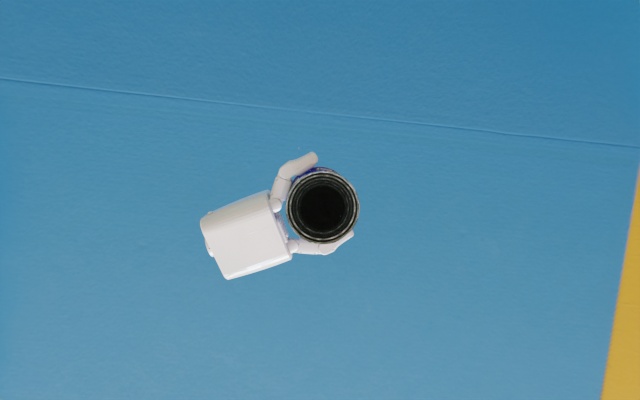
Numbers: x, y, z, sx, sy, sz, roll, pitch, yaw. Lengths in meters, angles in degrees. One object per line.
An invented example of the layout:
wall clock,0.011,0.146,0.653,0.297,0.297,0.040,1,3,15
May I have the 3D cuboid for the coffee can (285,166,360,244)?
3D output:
coffee can,0.000,0.002,0.720,0.103,0.103,0.140,0,6,-2
